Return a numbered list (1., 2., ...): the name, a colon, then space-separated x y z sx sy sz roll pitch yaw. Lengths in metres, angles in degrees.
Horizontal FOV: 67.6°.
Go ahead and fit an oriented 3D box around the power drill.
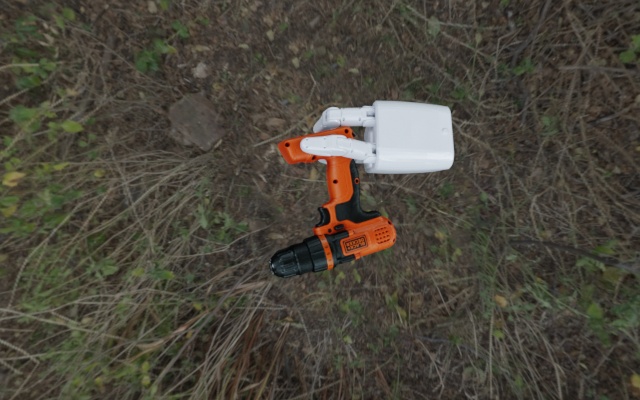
1. power drill: 0.000 0.002 0.665 0.184 0.187 0.057 -16 5 -15
